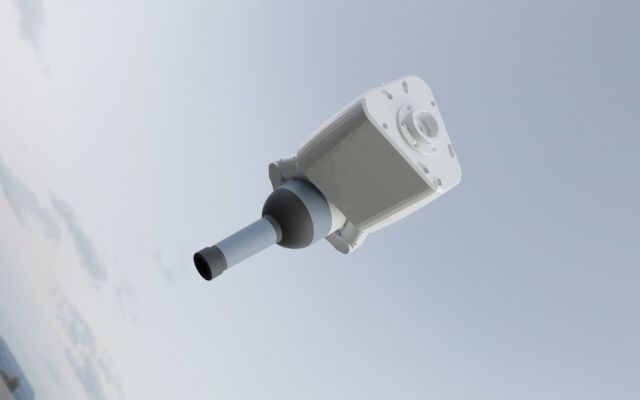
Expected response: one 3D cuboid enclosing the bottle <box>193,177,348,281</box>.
[{"bbox_3d":[0.000,0.002,0.498,0.295,0.069,0.069,-29,19,-38],"label":"bottle"}]
